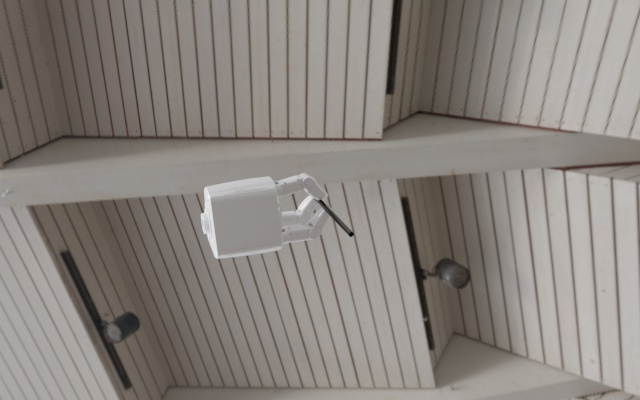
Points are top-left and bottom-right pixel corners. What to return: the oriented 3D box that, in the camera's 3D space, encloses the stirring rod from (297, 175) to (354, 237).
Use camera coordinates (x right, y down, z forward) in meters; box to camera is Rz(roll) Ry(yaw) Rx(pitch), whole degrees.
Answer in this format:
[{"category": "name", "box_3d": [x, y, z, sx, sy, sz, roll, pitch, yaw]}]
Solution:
[{"category": "stirring rod", "box_3d": [0.000, 0.003, 0.790, 0.011, 0.011, 0.239, 0, 23, -24]}]
